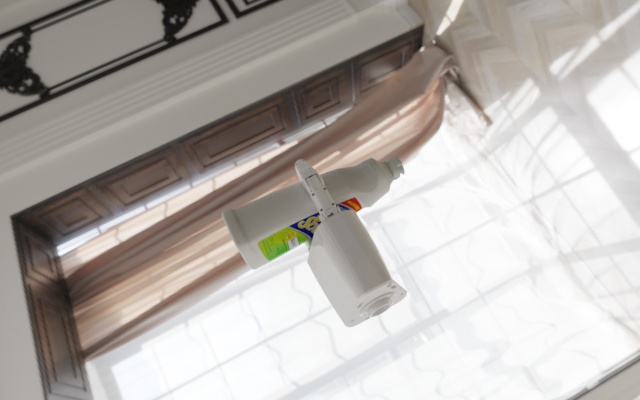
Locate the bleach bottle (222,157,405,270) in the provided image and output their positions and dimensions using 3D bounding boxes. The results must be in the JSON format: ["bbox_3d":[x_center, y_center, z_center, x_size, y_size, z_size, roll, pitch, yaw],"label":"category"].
[{"bbox_3d":[0.000,0.002,0.652,0.251,0.068,0.103,-27,-30,-7],"label":"bleach bottle"}]
